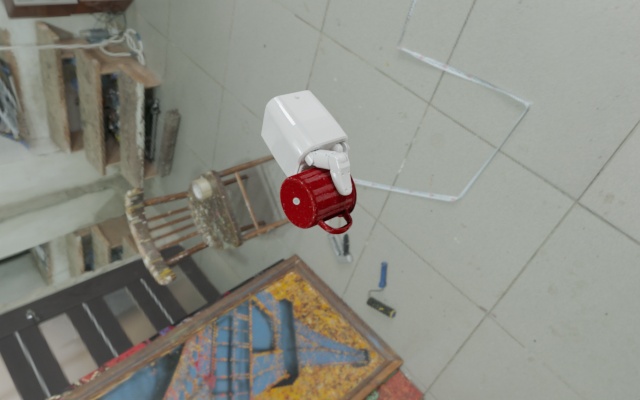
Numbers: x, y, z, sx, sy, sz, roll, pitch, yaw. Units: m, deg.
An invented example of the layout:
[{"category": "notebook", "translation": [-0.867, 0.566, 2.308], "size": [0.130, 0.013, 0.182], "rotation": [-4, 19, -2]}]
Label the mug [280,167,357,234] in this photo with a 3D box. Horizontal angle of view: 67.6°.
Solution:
[{"category": "mug", "translation": [0.001, 0.004, 0.712], "size": [0.081, 0.117, 0.093], "rotation": [-22, -21, -39]}]
